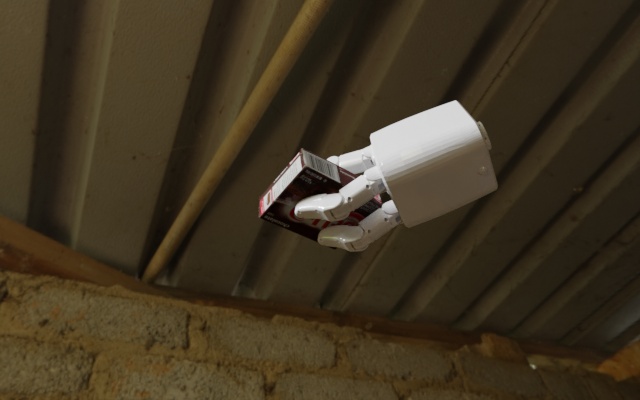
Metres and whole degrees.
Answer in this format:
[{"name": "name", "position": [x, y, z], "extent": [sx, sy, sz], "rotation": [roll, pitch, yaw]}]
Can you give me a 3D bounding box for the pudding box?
[{"name": "pudding box", "position": [0.000, 0.002, 0.544], "extent": [0.113, 0.039, 0.090], "rotation": [26, -56, -27]}]
